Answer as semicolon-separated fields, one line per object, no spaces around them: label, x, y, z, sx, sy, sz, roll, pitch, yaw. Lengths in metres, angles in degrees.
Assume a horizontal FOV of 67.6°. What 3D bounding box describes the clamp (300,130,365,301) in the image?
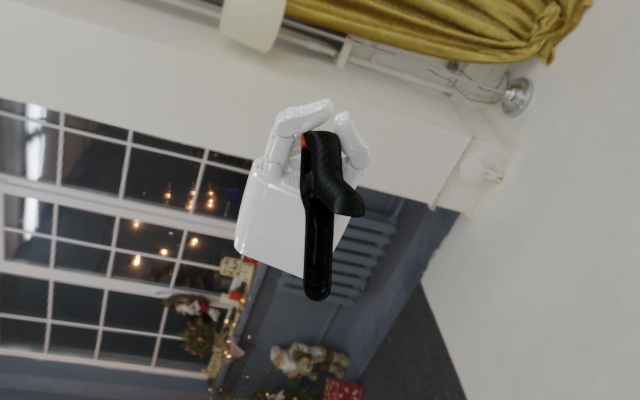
clamp;-0.001;0.001;0.434;0.039;0.120;0.171;12;33;-15
